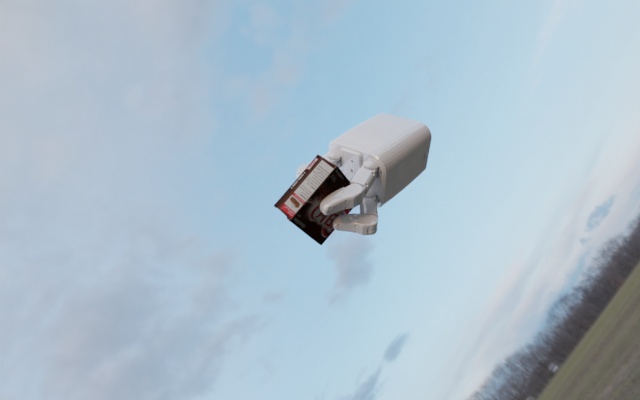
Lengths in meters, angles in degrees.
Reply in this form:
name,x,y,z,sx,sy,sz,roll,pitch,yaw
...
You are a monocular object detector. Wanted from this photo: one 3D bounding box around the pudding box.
name,x,y,z,sx,sy,sz,roll,pitch,yaw
pudding box,0.000,0.002,0.631,0.039,0.090,0.113,38,-3,32
